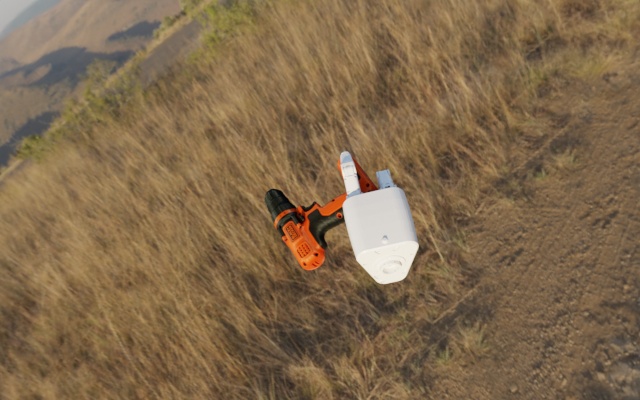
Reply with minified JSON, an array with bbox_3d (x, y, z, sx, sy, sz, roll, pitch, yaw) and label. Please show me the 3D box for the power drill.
[{"bbox_3d":[0.001,0.003,0.841,0.187,0.184,0.057,-41,-33,9],"label":"power drill"}]
